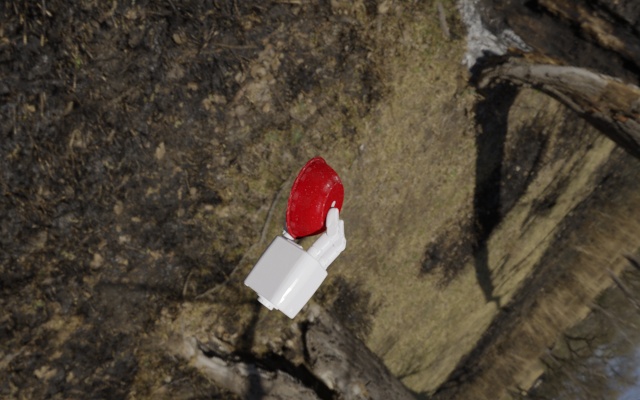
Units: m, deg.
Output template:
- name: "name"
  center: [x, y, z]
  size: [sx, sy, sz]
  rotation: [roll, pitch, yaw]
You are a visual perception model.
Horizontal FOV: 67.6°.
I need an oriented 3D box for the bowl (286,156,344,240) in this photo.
- name: "bowl"
  center: [0.001, 0.002, 0.885]
  size: [0.055, 0.162, 0.162]
  rotation: [17, 7, 23]
